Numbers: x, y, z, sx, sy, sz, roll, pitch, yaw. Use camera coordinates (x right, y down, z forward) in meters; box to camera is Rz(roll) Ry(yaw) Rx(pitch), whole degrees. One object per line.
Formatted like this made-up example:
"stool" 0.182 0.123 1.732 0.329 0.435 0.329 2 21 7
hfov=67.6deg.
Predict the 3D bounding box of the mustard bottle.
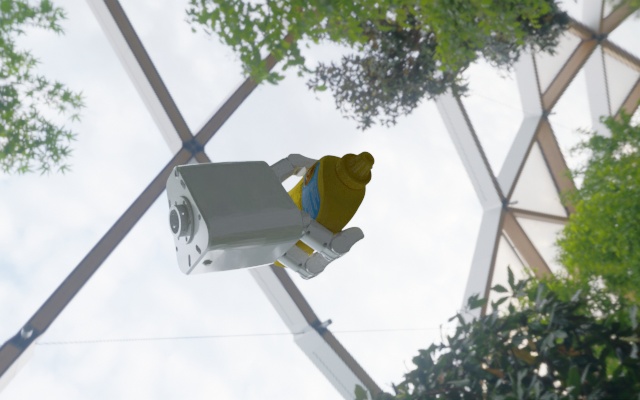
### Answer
"mustard bottle" 0.000 0.002 0.564 0.058 0.096 0.192 19 -39 -24
